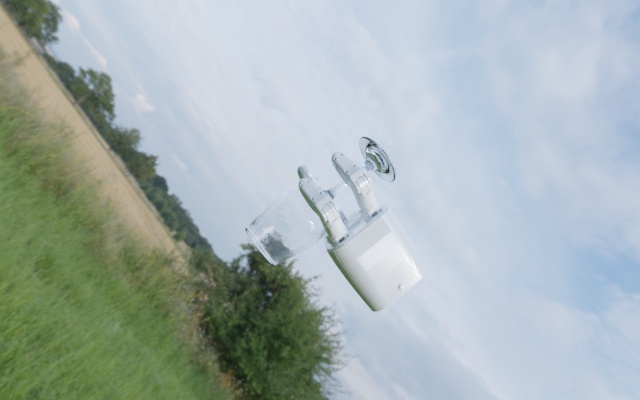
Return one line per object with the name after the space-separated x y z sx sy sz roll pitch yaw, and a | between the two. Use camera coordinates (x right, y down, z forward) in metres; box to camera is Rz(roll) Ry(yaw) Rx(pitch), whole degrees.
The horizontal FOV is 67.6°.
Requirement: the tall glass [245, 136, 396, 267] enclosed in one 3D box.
0.001 0.002 0.628 0.201 0.079 0.079 -36 9 -13 | tall glass
